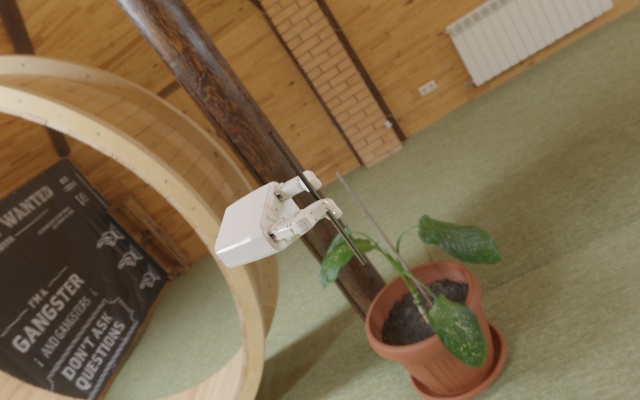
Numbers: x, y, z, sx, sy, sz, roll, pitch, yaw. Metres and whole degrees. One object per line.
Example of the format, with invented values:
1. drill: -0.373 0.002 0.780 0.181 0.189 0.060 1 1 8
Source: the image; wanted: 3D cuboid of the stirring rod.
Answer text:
1. stirring rod: 0.000 0.002 0.679 0.011 0.239 0.011 -31 20 13
